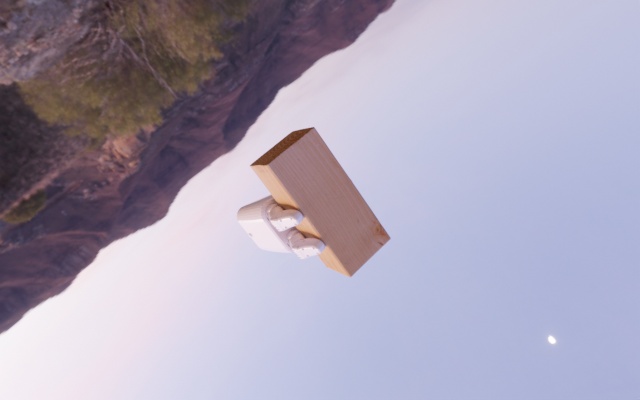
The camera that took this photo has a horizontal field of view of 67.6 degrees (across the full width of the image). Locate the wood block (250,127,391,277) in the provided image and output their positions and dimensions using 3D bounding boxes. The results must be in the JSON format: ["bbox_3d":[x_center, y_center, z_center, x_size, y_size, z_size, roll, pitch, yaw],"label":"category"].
[{"bbox_3d":[0.000,0.002,0.714,0.091,0.206,0.090,-42,19,-16],"label":"wood block"}]
